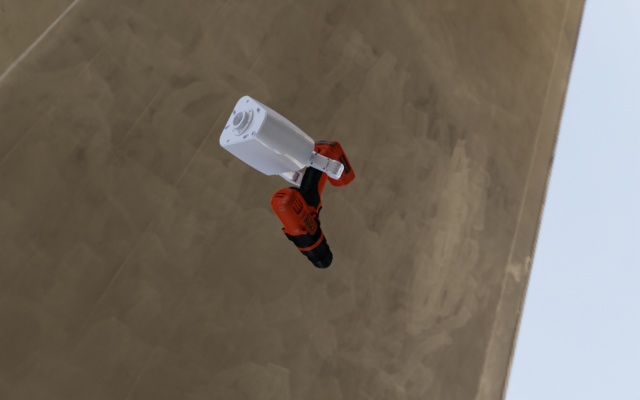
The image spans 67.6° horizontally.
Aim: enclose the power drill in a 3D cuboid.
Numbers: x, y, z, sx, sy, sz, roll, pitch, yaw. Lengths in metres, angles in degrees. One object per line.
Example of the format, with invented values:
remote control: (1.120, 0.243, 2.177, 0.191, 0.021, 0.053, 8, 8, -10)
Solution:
power drill: (0.000, 0.002, 0.834, 0.057, 0.187, 0.185, 1, -41, 31)
